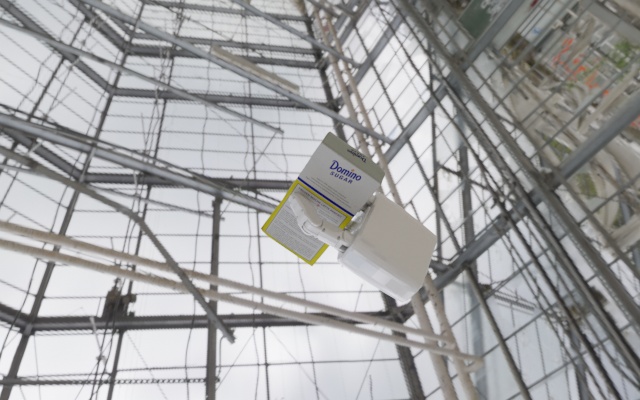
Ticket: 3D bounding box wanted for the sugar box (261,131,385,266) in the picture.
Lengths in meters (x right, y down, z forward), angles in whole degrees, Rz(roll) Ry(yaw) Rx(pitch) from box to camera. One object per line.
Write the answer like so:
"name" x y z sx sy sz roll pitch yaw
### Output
"sugar box" 0.000 0.002 0.647 0.093 0.176 0.048 35 32 -5
